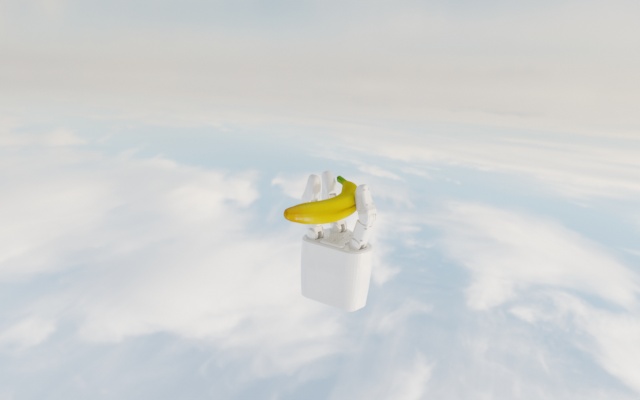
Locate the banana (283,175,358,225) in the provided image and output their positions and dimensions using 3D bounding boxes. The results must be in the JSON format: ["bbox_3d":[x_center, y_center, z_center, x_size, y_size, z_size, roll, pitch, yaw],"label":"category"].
[{"bbox_3d":[0.018,0.005,0.730,0.069,0.037,0.197,13,21,22],"label":"banana"}]
